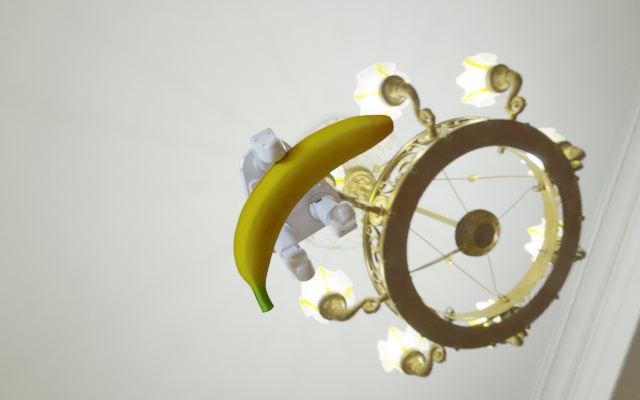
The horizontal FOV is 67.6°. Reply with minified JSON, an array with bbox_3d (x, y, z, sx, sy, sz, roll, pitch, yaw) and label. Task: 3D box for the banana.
[{"bbox_3d":[-0.017,-0.007,0.406,0.069,0.198,0.037,35,-4,-10],"label":"banana"}]
